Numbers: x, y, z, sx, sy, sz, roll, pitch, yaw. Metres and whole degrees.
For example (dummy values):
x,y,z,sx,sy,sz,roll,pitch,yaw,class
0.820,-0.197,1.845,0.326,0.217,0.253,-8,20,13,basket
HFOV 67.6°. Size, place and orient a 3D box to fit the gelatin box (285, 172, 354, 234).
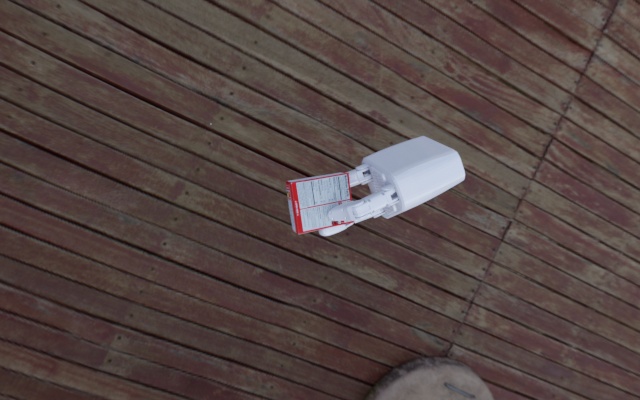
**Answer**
x,y,z,sx,sy,sz,roll,pitch,yaw,class
0.000,0.002,0.674,0.089,0.073,0.030,-11,10,-19,gelatin box
